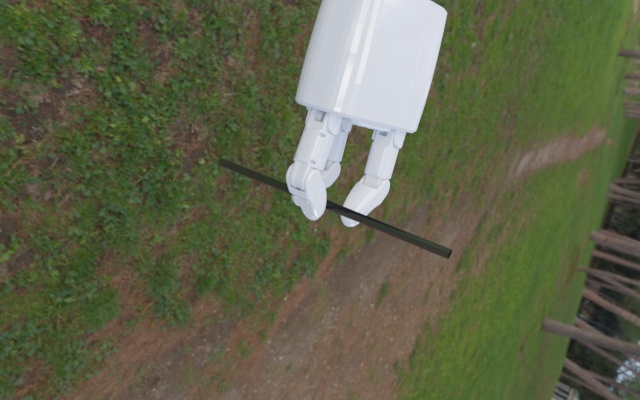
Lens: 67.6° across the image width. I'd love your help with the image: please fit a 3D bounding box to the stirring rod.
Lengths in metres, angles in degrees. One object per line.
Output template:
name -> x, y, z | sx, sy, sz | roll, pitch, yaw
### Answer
stirring rod -> 0.000, 0.001, 0.420 | 0.239, 0.011, 0.011 | 22, 11, 28
